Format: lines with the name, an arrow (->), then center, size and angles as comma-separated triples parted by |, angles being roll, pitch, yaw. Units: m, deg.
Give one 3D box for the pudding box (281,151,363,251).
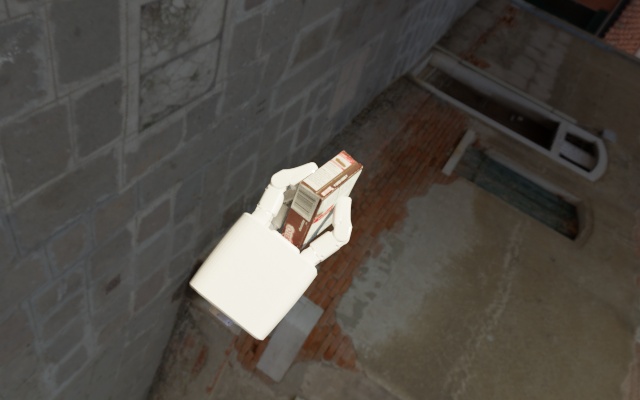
pudding box -> 0.000, 0.002, 0.613 | 0.090, 0.039, 0.114 | -40, -16, -40
